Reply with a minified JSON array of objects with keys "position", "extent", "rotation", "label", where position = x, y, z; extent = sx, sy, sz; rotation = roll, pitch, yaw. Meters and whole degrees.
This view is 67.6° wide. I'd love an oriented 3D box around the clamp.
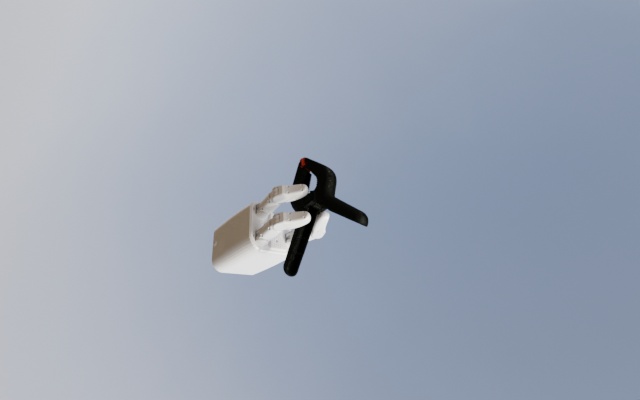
[{"position":[0.000,0.003,0.774],"extent":[0.164,0.209,0.036],"rotation":[-31,-45,29],"label":"clamp"}]
